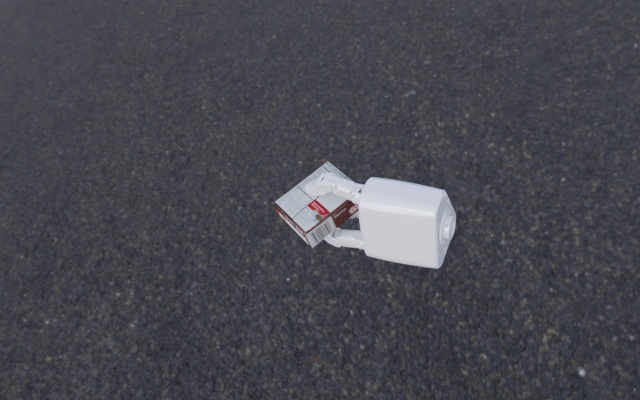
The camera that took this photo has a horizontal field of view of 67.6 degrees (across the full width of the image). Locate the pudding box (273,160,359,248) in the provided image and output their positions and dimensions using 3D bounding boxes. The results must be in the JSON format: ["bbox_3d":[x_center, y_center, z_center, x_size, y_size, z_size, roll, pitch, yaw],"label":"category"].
[{"bbox_3d":[0.000,0.002,0.708,0.113,0.039,0.090,-37,48,-13],"label":"pudding box"}]
